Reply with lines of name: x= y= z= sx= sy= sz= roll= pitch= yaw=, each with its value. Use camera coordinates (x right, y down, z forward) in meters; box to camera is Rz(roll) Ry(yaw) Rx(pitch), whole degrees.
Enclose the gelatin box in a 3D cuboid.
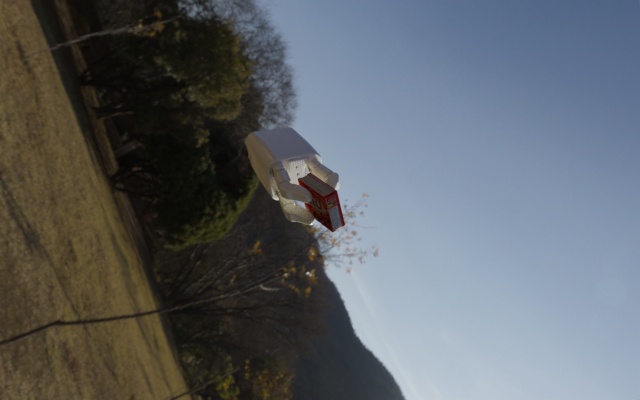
gelatin box: x=0.001 y=0.003 z=0.809 sx=0.030 sy=0.073 sz=0.089 roll=-29 pitch=36 yaw=-21
